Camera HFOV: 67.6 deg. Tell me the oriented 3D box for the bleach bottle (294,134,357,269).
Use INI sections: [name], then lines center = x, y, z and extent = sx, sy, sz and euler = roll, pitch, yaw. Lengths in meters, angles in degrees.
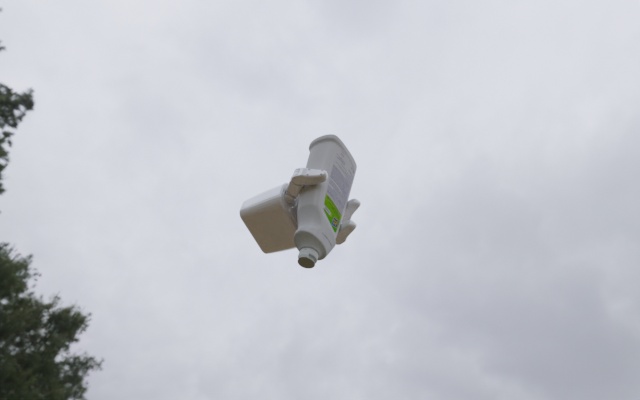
[bleach bottle]
center = 0.000, 0.003, 0.817
extent = 0.068, 0.250, 0.103
euler = -17, -52, 32
